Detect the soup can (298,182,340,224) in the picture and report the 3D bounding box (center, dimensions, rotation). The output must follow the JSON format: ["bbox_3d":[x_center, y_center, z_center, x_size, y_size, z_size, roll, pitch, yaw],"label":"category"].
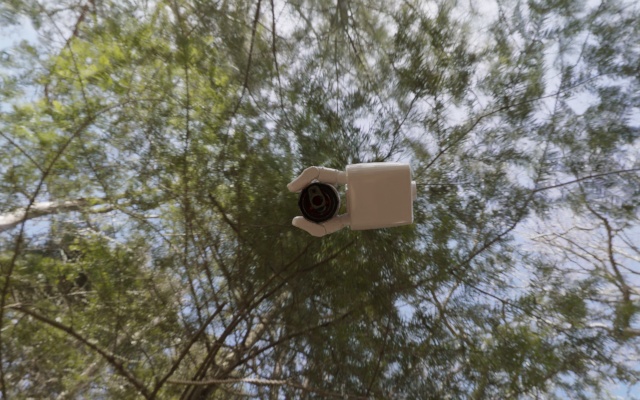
[{"bbox_3d":[0.000,0.003,0.821,0.068,0.068,0.102,0,1,4],"label":"soup can"}]
